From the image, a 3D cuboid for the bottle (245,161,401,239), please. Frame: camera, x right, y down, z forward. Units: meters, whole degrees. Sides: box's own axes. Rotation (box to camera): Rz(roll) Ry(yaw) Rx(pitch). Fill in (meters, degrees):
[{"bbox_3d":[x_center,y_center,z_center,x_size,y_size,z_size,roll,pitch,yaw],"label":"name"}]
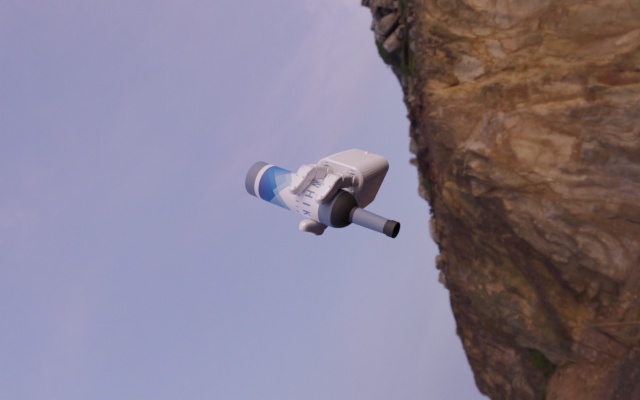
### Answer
[{"bbox_3d":[0.000,0.003,0.818,0.295,0.069,0.069,20,11,31],"label":"bottle"}]
